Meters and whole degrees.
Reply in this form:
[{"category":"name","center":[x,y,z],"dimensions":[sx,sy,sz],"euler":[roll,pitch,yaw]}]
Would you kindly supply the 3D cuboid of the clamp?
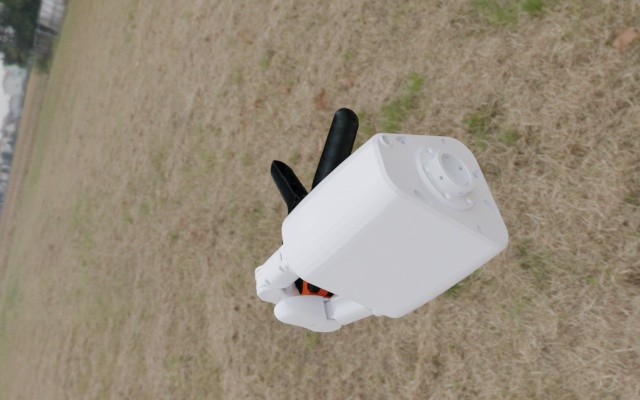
[{"category":"clamp","center":[0.000,0.001,0.427],"dimensions":[0.039,0.171,0.120],"euler":[13,-40,-32]}]
